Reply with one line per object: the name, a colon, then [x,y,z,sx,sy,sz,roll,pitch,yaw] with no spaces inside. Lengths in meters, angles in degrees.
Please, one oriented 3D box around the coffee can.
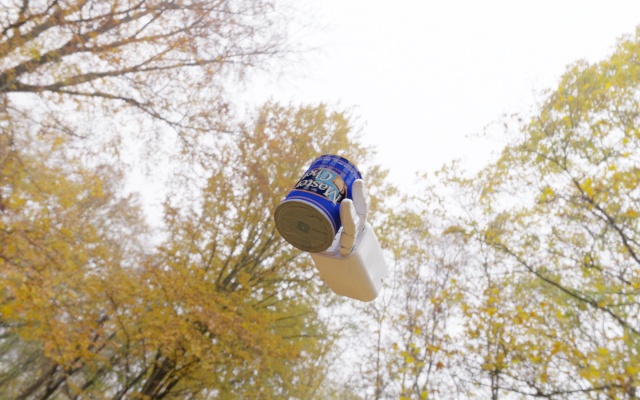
coffee can: [0.000,0.003,0.789,0.103,0.103,0.140,0,36,29]
